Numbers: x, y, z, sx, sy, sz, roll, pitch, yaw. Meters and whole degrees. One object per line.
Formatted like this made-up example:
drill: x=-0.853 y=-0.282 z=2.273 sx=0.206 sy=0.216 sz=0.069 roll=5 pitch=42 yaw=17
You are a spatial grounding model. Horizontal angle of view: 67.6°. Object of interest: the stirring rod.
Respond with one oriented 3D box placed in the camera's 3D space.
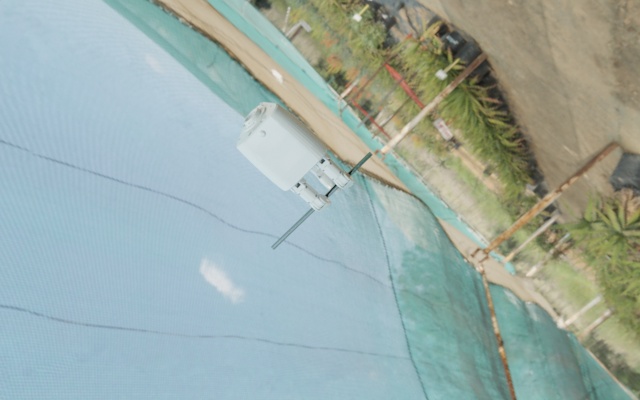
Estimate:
stirring rod: x=0.000 y=0.003 z=0.822 sx=0.239 sy=0.011 sz=0.011 roll=-44 pitch=-11 yaw=12
